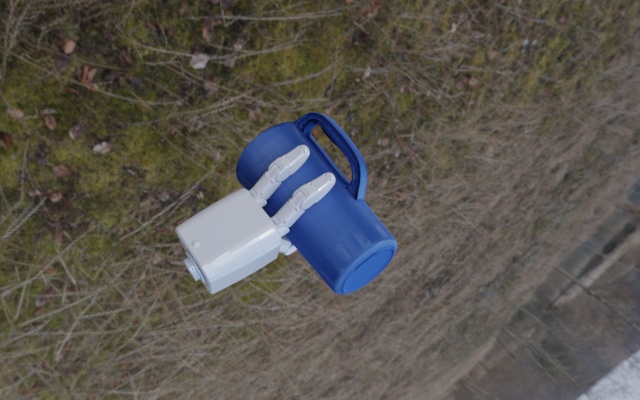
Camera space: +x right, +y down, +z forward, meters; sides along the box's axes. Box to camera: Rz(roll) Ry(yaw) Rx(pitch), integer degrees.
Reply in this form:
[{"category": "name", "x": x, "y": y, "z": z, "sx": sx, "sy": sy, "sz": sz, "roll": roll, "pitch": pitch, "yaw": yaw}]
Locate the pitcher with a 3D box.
[{"category": "pitcher", "x": 0.000, "y": 0.002, "z": 0.678, "sx": 0.145, "sy": 0.242, "sz": 0.149, "roll": -31, "pitch": -28, "yaw": -19}]
